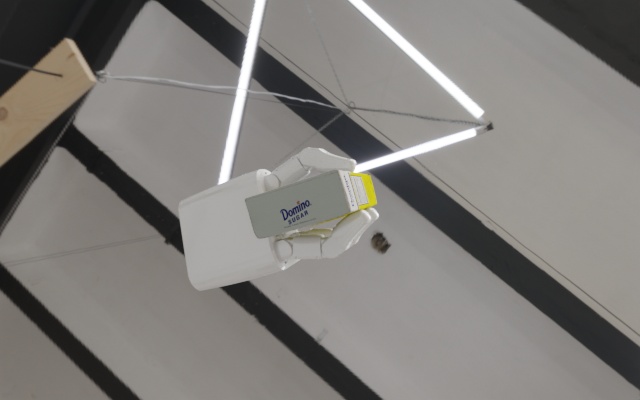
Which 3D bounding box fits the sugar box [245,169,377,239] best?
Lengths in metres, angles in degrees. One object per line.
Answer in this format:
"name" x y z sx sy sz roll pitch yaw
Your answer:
"sugar box" 0.000 0.002 0.497 0.093 0.048 0.176 -17 0 15
